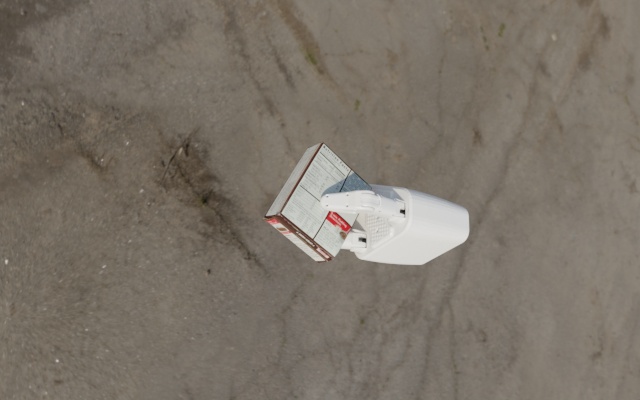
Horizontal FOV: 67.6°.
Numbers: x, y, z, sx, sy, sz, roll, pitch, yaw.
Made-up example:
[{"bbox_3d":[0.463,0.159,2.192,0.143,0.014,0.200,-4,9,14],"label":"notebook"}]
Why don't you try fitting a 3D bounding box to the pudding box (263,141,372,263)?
[{"bbox_3d":[0.000,0.002,0.558,0.090,0.113,0.039,41,-31,-20],"label":"pudding box"}]
